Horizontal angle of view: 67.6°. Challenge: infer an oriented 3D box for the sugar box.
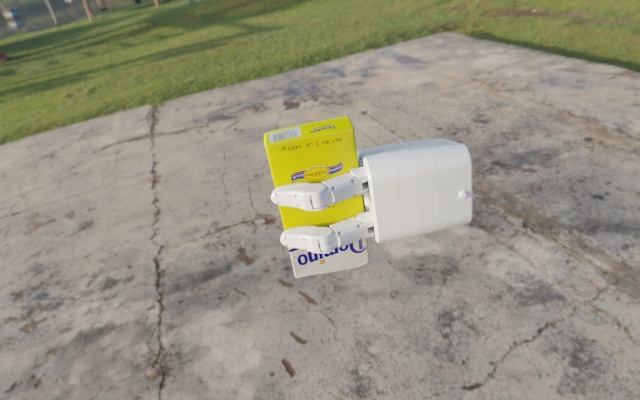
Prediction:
[{"bbox_3d":[0.000,0.002,0.531,0.093,0.176,0.048,-11,29,0],"label":"sugar box"}]
